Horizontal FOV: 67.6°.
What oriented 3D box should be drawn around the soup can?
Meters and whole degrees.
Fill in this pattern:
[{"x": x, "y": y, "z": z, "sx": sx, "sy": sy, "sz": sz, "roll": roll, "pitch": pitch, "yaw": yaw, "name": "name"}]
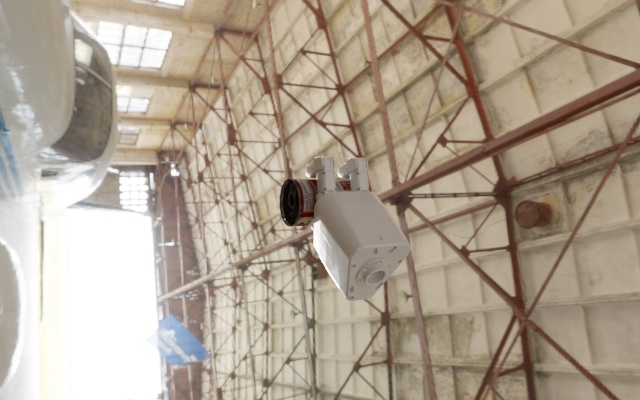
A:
[{"x": 0.000, "y": 0.002, "z": 0.695, "sx": 0.102, "sy": 0.068, "sz": 0.068, "roll": -1, "pitch": 0, "yaw": -28, "name": "soup can"}]
